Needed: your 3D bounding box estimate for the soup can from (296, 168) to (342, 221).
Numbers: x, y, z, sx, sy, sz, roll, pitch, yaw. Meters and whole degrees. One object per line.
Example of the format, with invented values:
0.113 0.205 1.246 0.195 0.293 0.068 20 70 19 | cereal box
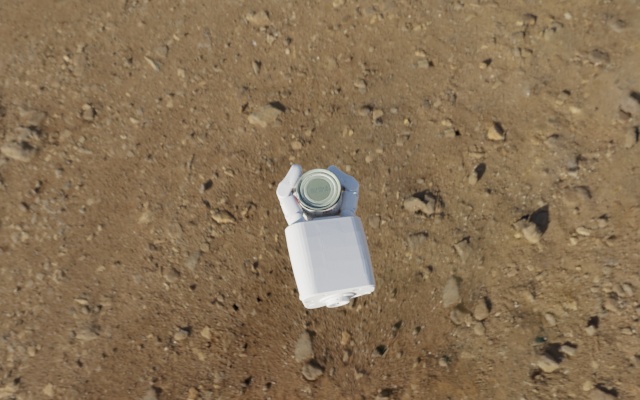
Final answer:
0.000 0.002 0.727 0.068 0.068 0.102 0 -22 4 | soup can
